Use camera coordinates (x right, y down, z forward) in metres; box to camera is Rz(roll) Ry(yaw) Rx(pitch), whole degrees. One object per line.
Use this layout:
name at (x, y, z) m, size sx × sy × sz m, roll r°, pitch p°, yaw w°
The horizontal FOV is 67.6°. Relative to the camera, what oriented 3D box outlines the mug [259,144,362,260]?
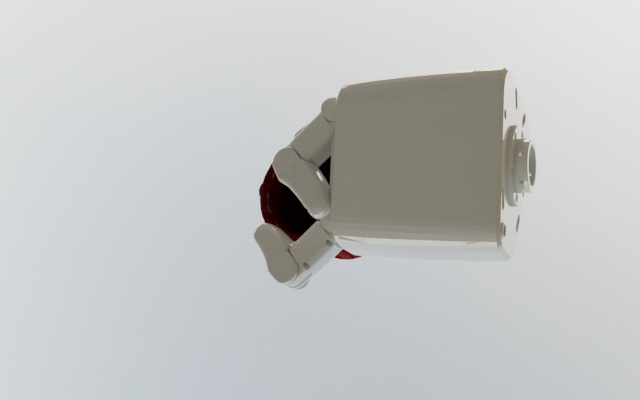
mug at (-0.001, 0.001, 0.412) m, size 0.117 × 0.093 × 0.081 m, roll 3°, pitch -19°, yaw 35°
